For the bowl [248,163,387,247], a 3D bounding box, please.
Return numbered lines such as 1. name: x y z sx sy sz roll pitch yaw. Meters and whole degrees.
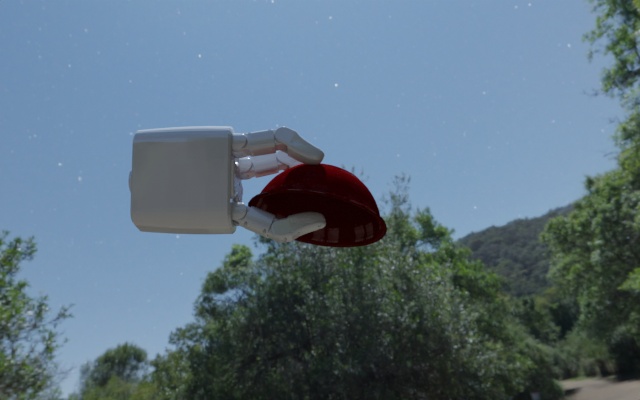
1. bowl: 0.001 0.002 0.559 0.162 0.055 0.162 9 -24 4
